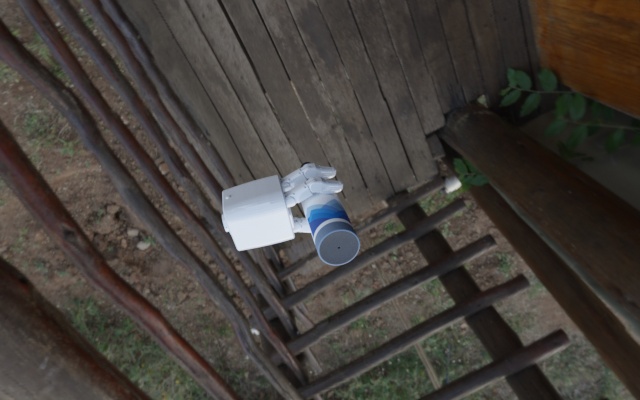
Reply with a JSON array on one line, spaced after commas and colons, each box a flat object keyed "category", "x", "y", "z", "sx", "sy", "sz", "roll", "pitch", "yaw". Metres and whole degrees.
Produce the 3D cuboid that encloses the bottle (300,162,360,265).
[{"category": "bottle", "x": 0.000, "y": 0.003, "z": 0.853, "sx": 0.069, "sy": 0.069, "sz": 0.295, "roll": 0, "pitch": 28, "yaw": -13}]
